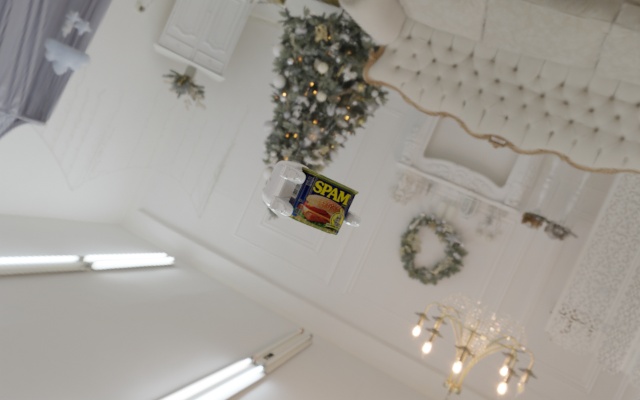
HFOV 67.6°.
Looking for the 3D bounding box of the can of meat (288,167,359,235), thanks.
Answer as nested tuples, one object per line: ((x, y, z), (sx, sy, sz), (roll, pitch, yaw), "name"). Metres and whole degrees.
((0.000, 0.003, 0.792), (0.102, 0.084, 0.057), (24, 2, -27), "can of meat")
